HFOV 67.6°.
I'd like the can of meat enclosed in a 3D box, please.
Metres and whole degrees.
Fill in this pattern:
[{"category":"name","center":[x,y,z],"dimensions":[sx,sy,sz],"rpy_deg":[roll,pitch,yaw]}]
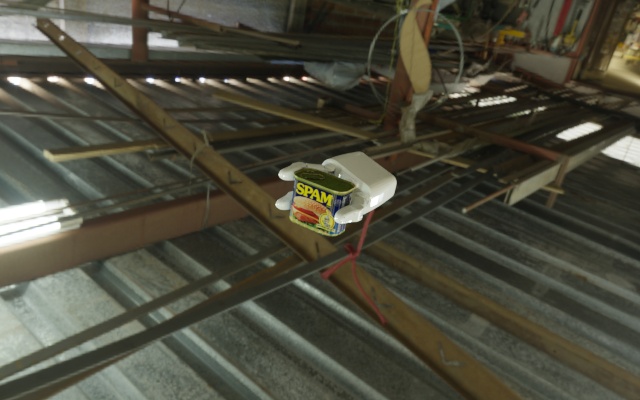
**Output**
[{"category":"can of meat","center":[0.000,0.003,0.794],"dimensions":[0.102,0.084,0.057],"rpy_deg":[22,27,25]}]
